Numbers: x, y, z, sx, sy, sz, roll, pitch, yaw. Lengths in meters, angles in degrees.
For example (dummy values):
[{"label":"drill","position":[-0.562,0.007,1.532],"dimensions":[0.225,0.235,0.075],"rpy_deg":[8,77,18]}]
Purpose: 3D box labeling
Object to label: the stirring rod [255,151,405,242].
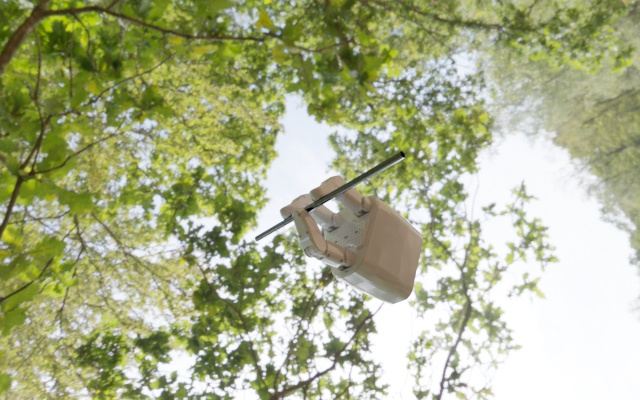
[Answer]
[{"label":"stirring rod","position":[0.000,0.002,0.558],"dimensions":[0.239,0.011,0.011],"rpy_deg":[-30,-19,36]}]
